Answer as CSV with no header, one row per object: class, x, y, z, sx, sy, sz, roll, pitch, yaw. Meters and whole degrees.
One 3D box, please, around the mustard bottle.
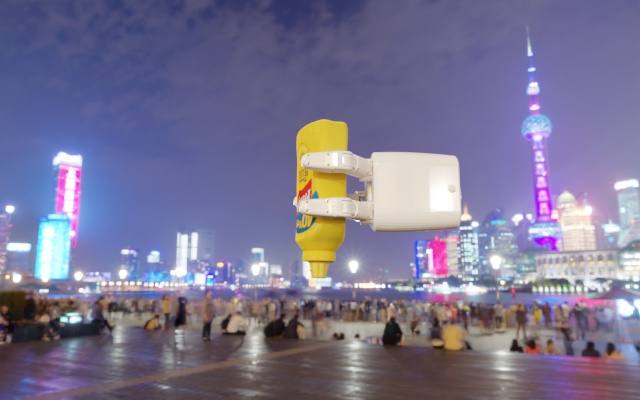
mustard bottle,0.000,0.002,0.606,0.058,0.191,0.096,5,-11,-23
